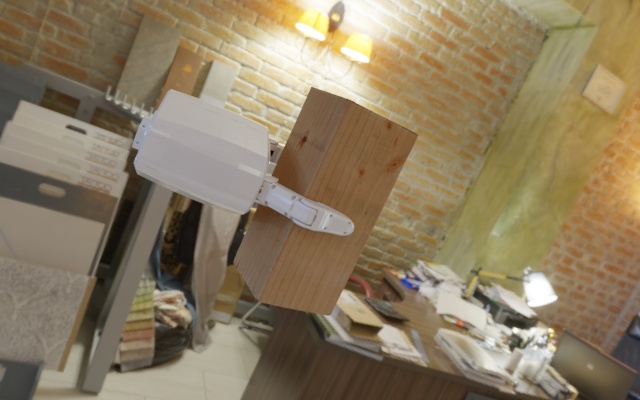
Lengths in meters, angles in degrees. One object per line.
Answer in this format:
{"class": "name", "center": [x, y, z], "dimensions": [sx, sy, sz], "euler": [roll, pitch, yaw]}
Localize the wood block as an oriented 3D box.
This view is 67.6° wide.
{"class": "wood block", "center": [0.000, 0.001, 0.493], "dimensions": [0.090, 0.206, 0.090], "euler": [20, 10, -32]}
